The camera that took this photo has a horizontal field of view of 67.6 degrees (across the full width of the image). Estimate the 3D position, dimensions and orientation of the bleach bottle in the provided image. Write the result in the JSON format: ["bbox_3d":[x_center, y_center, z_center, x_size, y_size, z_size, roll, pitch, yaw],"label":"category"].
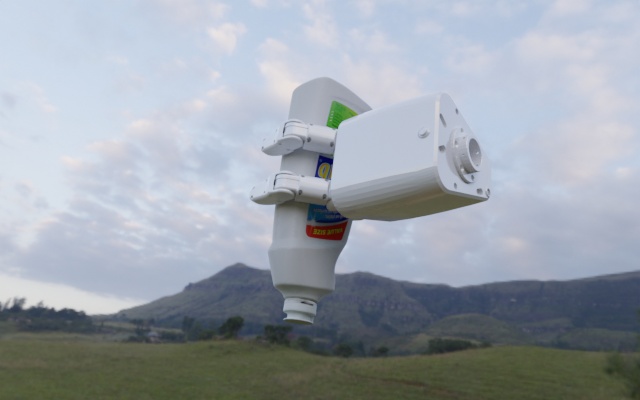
[{"bbox_3d":[0.000,0.002,0.498,0.068,0.250,0.102,-13,-30,41],"label":"bleach bottle"}]
